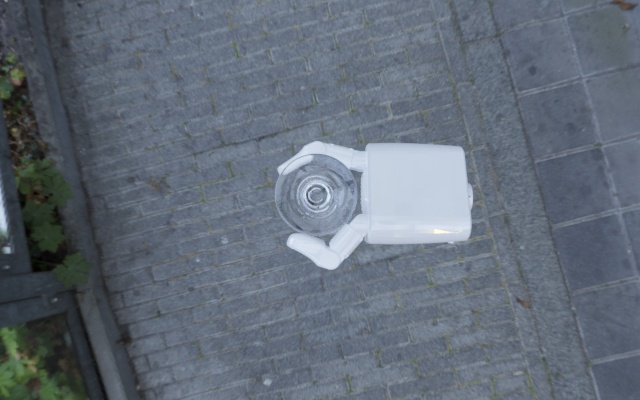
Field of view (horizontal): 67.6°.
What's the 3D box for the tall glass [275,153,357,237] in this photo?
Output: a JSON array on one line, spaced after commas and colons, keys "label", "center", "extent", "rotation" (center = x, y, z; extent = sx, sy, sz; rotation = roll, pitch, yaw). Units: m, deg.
[{"label": "tall glass", "center": [0.000, 0.002, 0.526], "extent": [0.079, 0.079, 0.201], "rotation": [0, -4, 2]}]
